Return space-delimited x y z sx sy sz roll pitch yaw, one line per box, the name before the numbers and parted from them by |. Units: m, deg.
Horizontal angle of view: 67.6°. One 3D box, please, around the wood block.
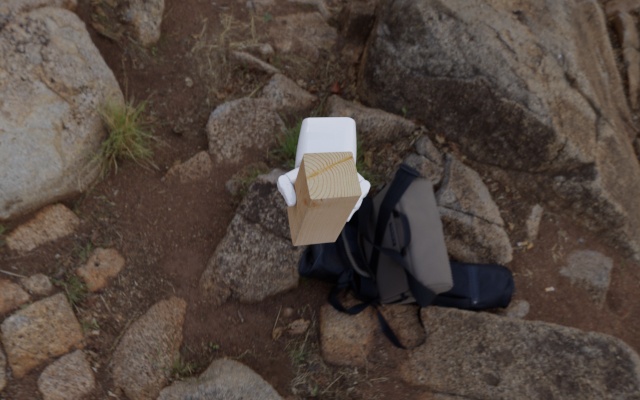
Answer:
wood block | 0.000 0.002 0.886 0.091 0.090 0.206 -4 -26 -14
